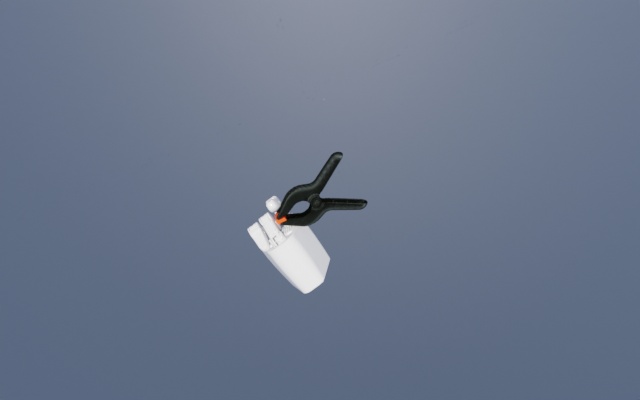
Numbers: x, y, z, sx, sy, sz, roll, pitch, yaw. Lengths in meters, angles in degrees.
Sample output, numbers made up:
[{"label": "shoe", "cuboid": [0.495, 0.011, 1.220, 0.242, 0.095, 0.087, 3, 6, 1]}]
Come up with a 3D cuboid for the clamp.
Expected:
[{"label": "clamp", "cuboid": [0.000, 0.003, 0.878, 0.171, 0.120, 0.039, -36, 15, 7]}]
